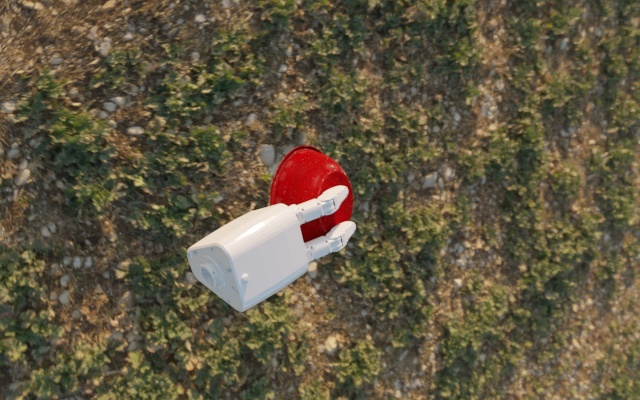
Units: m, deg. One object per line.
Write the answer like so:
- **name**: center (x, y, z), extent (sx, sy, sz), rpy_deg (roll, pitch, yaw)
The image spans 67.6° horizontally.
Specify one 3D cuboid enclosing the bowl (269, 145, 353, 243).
- **bowl**: center (0.001, 0.001, 0.680), extent (0.055, 0.162, 0.162), rpy_deg (3, 2, 35)
